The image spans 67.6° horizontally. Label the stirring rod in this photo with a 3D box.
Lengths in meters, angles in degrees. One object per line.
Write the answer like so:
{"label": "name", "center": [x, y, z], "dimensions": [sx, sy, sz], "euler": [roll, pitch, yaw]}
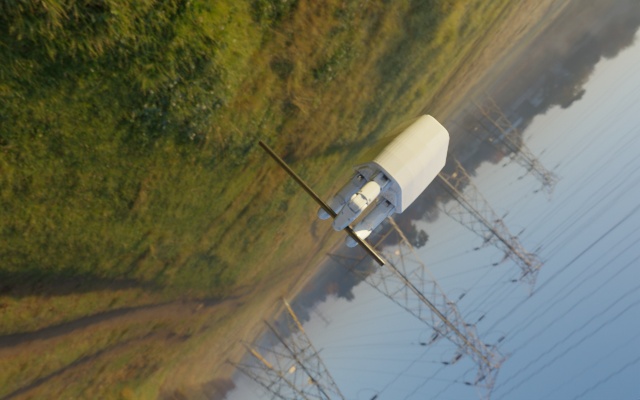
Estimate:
{"label": "stirring rod", "center": [0.000, 0.002, 0.655], "dimensions": [0.011, 0.239, 0.011], "euler": [-44, -7, -7]}
